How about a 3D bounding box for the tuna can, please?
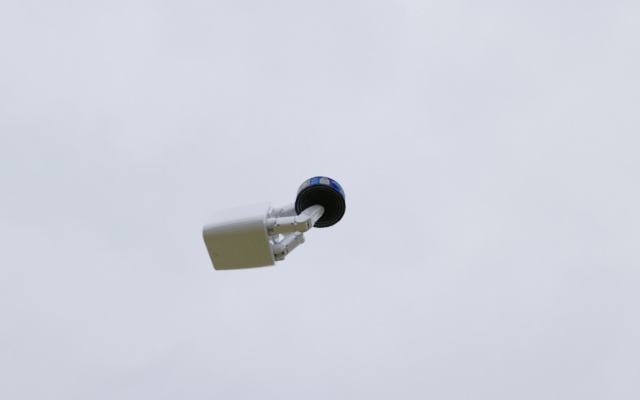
[{"bbox_3d":[0.000,0.002,0.804,0.086,0.086,0.033,0,31,3],"label":"tuna can"}]
